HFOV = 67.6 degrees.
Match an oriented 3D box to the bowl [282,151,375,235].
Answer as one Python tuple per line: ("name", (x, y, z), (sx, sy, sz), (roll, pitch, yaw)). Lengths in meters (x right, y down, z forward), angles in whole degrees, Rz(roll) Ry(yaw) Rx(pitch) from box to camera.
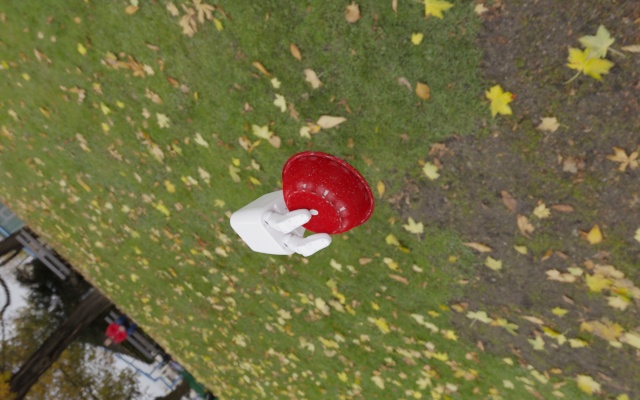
("bowl", (0.001, 0.002, 0.746), (0.162, 0.162, 0.055), (0, 41, 33))
